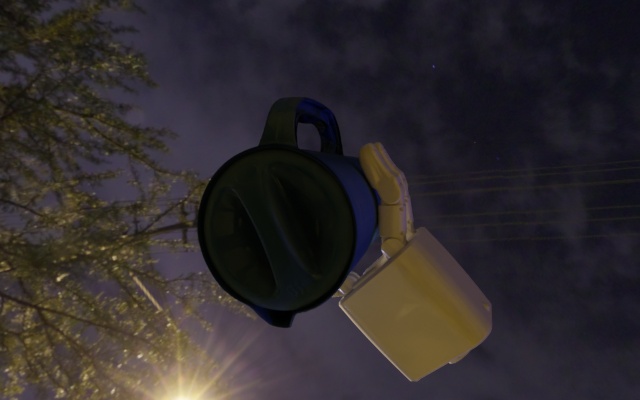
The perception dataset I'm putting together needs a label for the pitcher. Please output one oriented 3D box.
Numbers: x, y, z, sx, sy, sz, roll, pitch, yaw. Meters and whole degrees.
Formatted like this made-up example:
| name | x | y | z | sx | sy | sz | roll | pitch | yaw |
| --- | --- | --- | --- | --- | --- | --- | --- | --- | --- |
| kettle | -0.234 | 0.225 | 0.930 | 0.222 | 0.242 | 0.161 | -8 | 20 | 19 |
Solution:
| name | x | y | z | sx | sy | sz | roll | pitch | yaw |
| --- | --- | --- | --- | --- | --- | --- | --- | --- | --- |
| pitcher | 0.000 | 0.002 | 0.470 | 0.149 | 0.145 | 0.243 | -45 | -8 | 17 |
